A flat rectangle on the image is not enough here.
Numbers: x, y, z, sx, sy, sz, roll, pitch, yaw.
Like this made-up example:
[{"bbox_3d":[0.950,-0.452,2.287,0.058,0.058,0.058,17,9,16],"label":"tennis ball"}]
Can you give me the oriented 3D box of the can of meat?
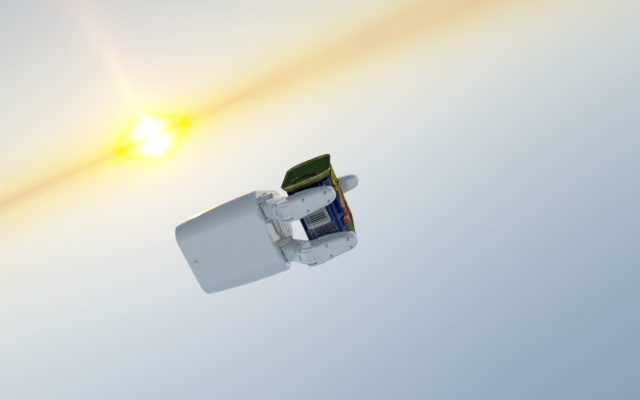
[{"bbox_3d":[0.000,0.002,0.545,0.057,0.084,0.102,-21,15,7],"label":"can of meat"}]
